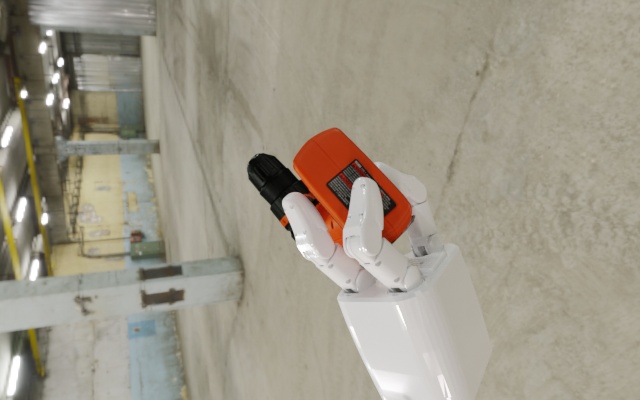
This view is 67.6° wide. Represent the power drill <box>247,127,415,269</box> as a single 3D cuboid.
[{"bbox_3d":[0.000,0.002,0.462,0.057,0.184,0.188,-43,-4,-17],"label":"power drill"}]
